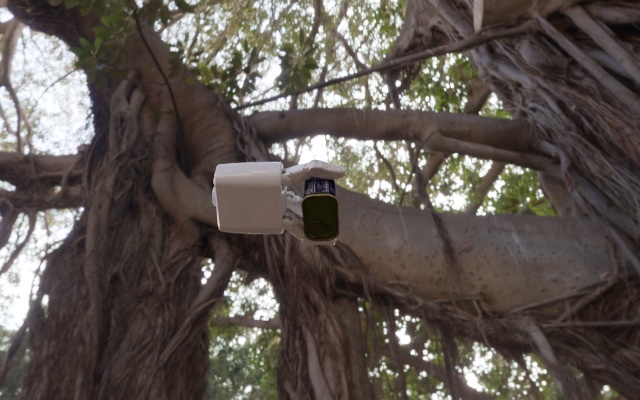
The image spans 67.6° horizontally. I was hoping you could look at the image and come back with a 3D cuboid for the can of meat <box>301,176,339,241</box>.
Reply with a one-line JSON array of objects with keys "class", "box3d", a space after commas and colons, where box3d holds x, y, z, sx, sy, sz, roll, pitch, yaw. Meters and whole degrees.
[{"class": "can of meat", "box3d": [0.000, 0.002, 0.789, 0.057, 0.102, 0.083, -3, 42, 2]}]
